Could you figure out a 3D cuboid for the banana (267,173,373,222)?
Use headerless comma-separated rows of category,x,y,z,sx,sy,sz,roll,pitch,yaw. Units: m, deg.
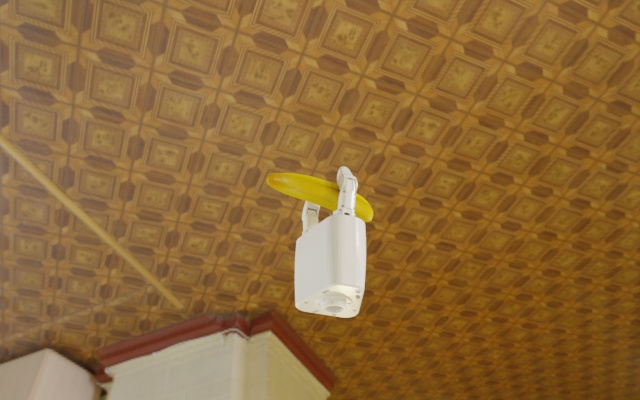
banana,0.014,-0.001,0.718,0.198,0.037,0.069,24,-27,-33
